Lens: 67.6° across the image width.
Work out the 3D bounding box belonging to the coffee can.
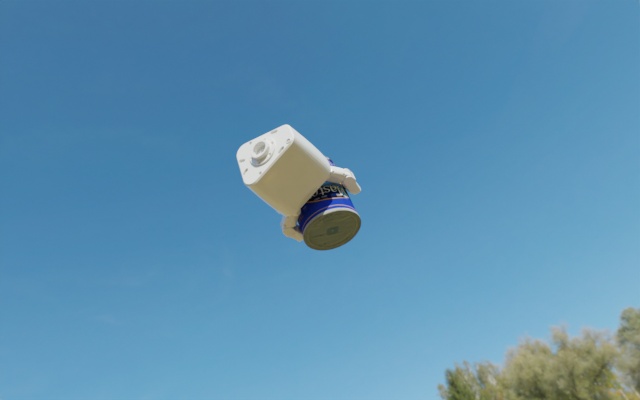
[{"bbox_3d":[0.000,0.003,0.847,0.103,0.140,0.103,-13,-41,-12],"label":"coffee can"}]
